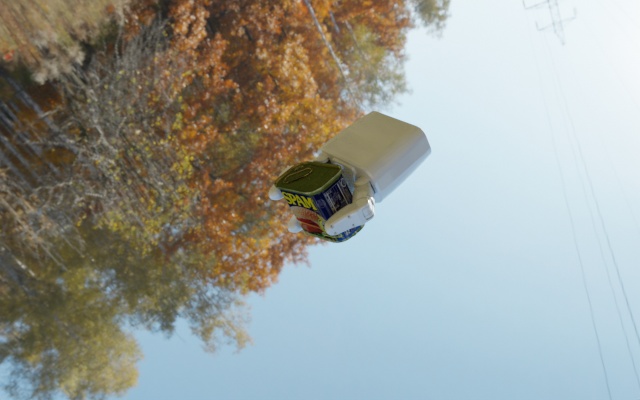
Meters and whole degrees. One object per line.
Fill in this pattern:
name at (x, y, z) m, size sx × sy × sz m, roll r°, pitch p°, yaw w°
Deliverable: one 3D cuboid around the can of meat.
can of meat at (0.000, 0.002, 0.605) m, size 0.057 × 0.084 × 0.102 m, roll -41°, pitch 29°, yaw -24°
